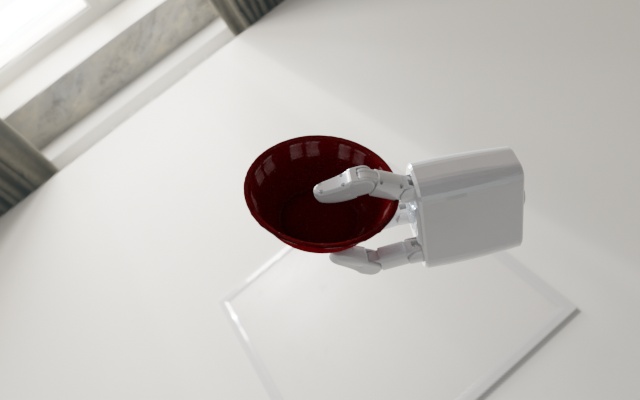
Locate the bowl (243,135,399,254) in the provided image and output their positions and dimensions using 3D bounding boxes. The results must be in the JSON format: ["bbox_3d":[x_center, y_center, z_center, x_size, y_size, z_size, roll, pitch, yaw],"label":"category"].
[{"bbox_3d":[-0.001,0.002,0.512,0.162,0.162,0.055,0,-42,-5],"label":"bowl"}]
